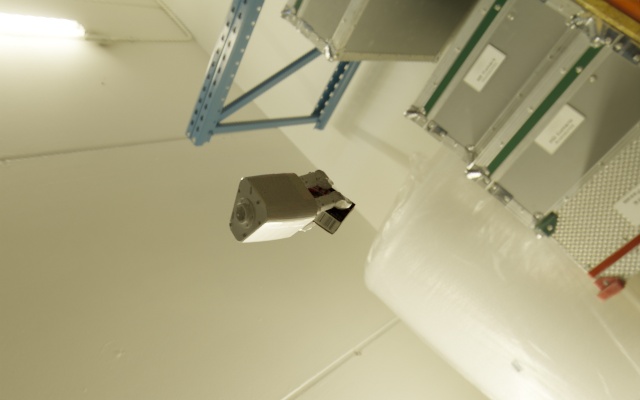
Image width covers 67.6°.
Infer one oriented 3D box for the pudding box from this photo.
[{"bbox_3d":[0.000,0.003,0.886,0.113,0.039,0.090,37,31,4],"label":"pudding box"}]
